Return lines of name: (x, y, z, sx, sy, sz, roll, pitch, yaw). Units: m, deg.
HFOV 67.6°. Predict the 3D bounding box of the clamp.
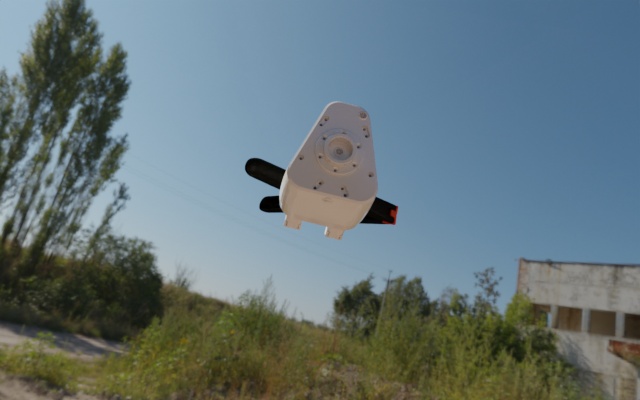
clamp: (0.001, 0.001, 0.666, 0.210, 0.036, 0.165, 14, -18, -3)
